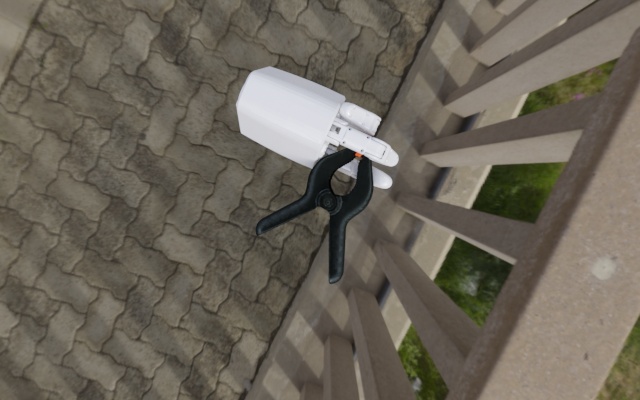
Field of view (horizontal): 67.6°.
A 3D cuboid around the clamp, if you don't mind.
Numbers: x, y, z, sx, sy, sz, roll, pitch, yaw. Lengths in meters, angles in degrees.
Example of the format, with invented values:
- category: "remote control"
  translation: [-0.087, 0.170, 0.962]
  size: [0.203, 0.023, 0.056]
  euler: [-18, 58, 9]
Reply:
- category: "clamp"
  translation: [0.000, 0.002, 0.573]
  size: [0.120, 0.171, 0.039]
  euler: [24, 4, 0]
